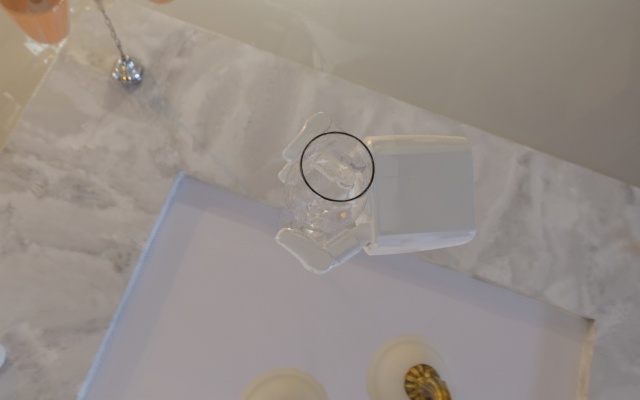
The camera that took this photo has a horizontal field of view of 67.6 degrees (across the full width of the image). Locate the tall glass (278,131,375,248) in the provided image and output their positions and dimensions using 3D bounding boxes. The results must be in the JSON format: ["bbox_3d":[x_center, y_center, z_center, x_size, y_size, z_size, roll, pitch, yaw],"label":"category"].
[{"bbox_3d":[0.000,0.002,0.477,0.079,0.079,0.201,0,-17,-8],"label":"tall glass"}]
